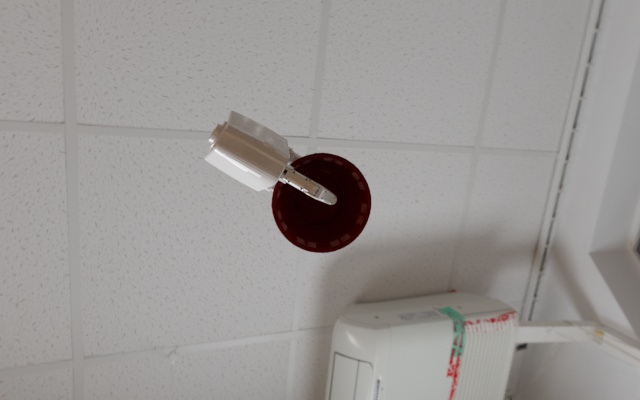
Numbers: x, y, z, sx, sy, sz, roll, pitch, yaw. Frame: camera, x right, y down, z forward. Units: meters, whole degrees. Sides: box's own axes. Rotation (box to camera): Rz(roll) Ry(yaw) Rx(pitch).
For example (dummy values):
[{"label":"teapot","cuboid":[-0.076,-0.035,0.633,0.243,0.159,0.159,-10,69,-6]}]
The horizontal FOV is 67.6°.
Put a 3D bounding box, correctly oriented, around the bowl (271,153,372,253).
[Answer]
[{"label":"bowl","cuboid":[0.001,0.003,0.789,0.162,0.162,0.055,0,5,-5]}]
